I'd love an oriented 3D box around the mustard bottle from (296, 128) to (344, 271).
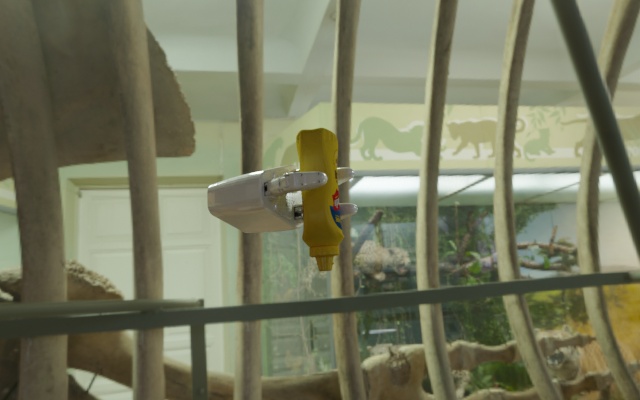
[{"bbox_3d":[0.000,0.002,0.667,0.058,0.191,0.096,-4,-9,7],"label":"mustard bottle"}]
